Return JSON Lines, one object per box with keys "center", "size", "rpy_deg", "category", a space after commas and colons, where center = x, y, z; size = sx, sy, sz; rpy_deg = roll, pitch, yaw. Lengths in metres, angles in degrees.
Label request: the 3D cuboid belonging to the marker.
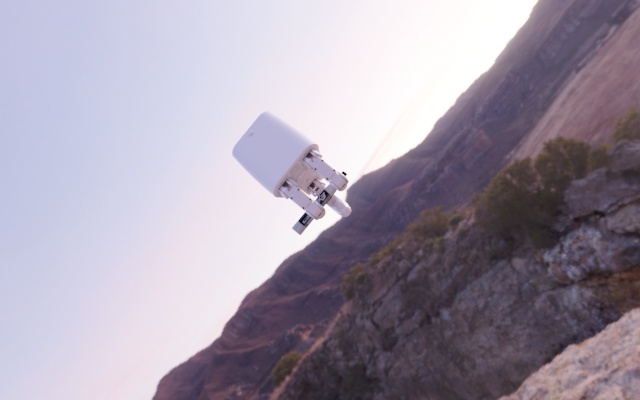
{"center": [0.000, 0.002, 0.746], "size": [0.020, 0.121, 0.020], "rpy_deg": [40, 0, 0], "category": "marker"}
